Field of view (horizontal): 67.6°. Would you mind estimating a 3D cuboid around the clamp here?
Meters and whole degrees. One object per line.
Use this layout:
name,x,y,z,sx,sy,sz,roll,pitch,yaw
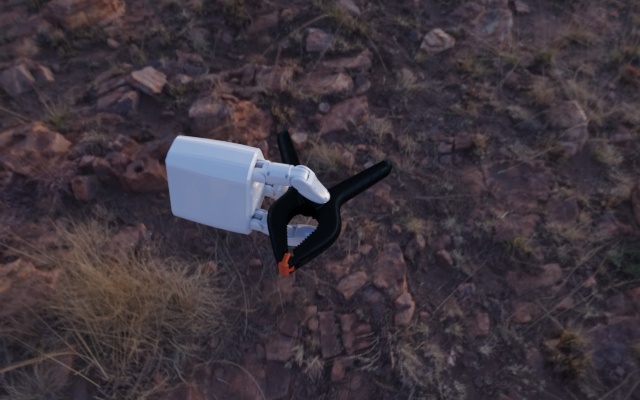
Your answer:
clamp,0.000,0.002,0.615,0.164,0.209,0.036,11,-32,6
